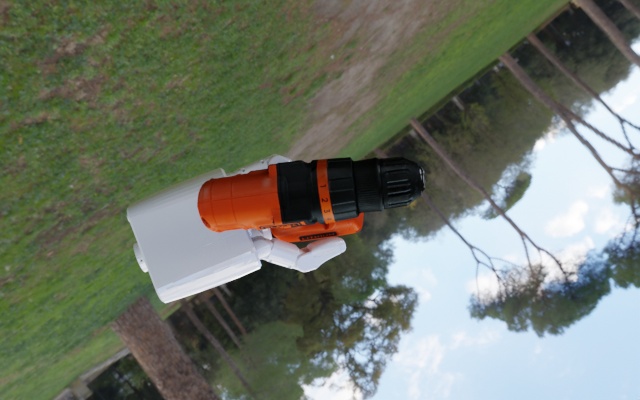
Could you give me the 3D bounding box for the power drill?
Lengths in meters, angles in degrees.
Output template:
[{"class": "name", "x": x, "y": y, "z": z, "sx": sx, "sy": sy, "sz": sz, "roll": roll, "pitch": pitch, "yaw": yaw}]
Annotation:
[{"class": "power drill", "x": 0.000, "y": 0.002, "z": 0.454, "sx": 0.184, "sy": 0.057, "sz": 0.188, "roll": -5, "pitch": -9, "yaw": 7}]
